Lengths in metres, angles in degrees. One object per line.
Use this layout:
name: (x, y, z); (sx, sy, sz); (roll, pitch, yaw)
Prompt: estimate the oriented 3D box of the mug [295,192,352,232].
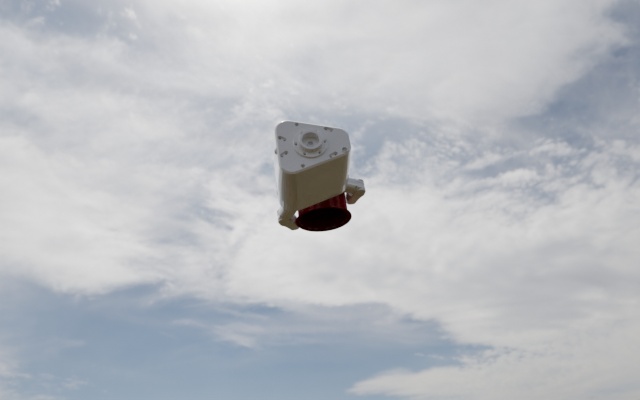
mug: (0.000, 0.003, 0.813); (0.093, 0.081, 0.117); (-3, -28, -7)
